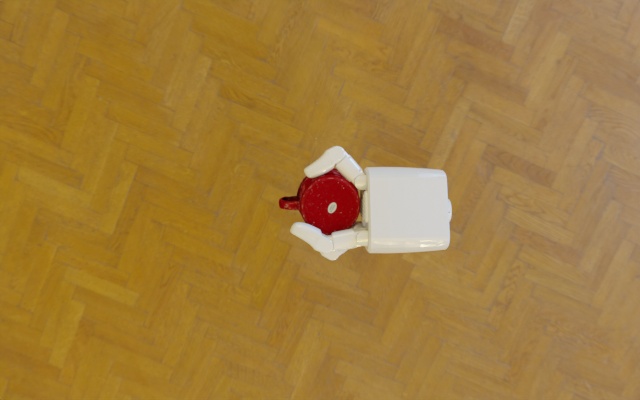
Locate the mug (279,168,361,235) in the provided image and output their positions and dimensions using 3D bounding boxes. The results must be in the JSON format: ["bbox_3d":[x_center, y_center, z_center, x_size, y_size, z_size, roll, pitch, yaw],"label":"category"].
[{"bbox_3d":[-0.001,0.002,0.668,0.117,0.093,0.081,1,7,-2],"label":"mug"}]
